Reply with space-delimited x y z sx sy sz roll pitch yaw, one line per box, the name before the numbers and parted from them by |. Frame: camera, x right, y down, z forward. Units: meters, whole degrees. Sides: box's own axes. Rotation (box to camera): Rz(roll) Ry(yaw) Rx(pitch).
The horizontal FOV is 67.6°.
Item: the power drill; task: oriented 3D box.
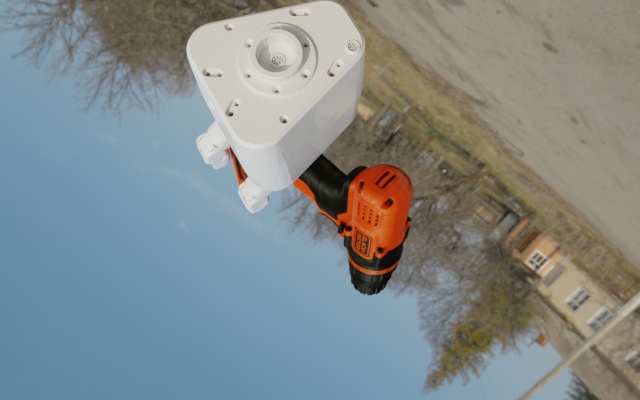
power drill | 0.000 0.001 0.466 0.187 0.057 0.185 33 -31 21
